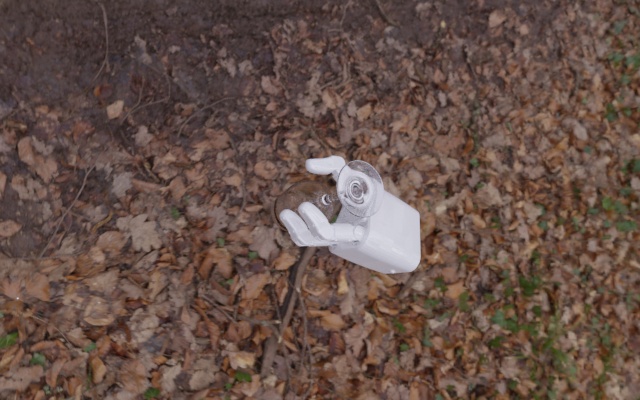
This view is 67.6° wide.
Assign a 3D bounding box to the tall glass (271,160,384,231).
[{"bbox_3d":[0.000,0.002,0.688,0.079,0.079,0.201,0,-10,-32],"label":"tall glass"}]
